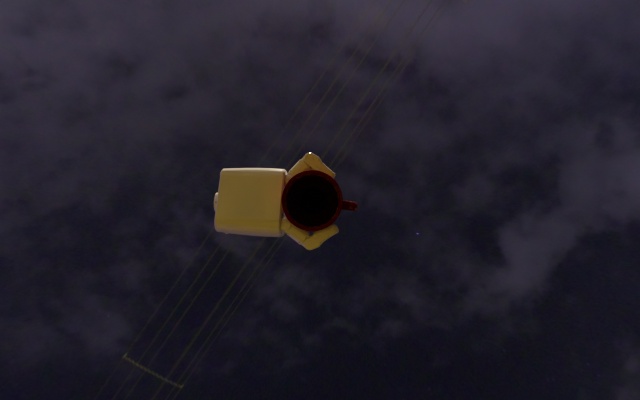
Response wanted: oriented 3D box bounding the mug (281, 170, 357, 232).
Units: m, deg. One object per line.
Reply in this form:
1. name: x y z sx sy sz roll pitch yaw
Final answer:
1. mug: 0.002 0.003 0.759 0.117 0.093 0.081 5 -2 1
